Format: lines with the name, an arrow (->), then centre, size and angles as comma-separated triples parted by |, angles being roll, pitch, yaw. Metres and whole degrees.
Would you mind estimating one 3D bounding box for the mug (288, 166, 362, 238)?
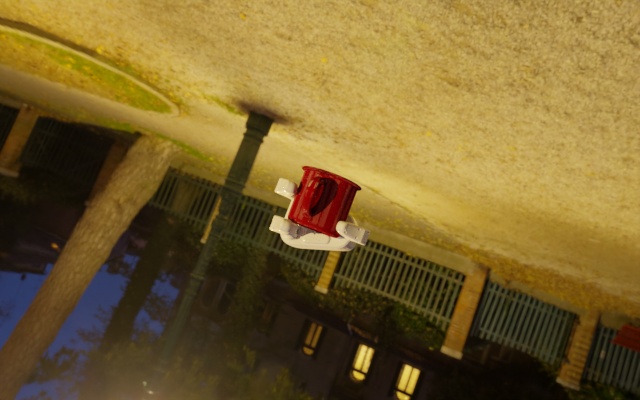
mug -> 0.000, 0.002, 0.681 | 0.093, 0.081, 0.117 | 19, -6, 15
